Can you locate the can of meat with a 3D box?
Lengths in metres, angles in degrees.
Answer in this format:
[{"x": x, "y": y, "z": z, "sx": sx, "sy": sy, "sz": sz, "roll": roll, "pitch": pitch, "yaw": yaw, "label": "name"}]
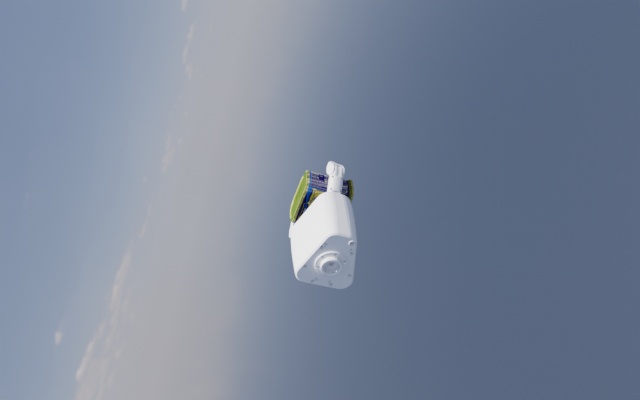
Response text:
[{"x": 0.000, "y": 0.003, "z": 0.829, "sx": 0.084, "sy": 0.102, "sz": 0.057, "roll": 14, "pitch": 36, "yaw": -14, "label": "can of meat"}]
